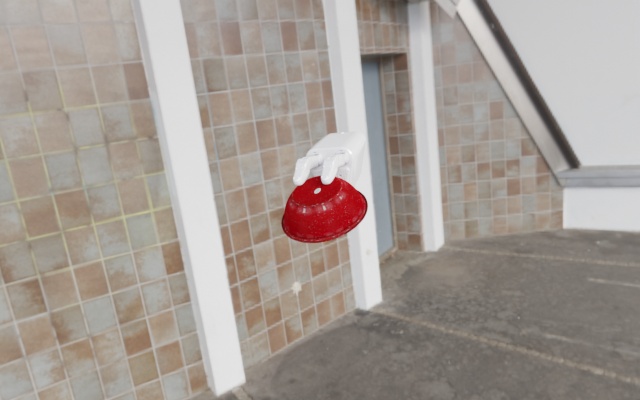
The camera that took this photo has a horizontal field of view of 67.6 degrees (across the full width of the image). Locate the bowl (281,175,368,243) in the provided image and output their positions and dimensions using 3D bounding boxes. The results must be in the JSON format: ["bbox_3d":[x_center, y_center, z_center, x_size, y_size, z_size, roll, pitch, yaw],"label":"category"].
[{"bbox_3d":[0.000,0.003,0.846,0.162,0.055,0.162,-12,35,9],"label":"bowl"}]
